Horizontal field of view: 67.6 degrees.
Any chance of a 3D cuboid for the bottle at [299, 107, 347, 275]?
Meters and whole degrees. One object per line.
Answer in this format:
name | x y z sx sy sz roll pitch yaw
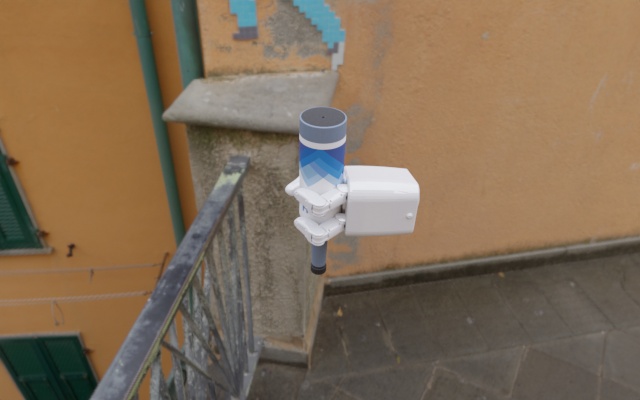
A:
bottle | 0.000 0.002 0.750 0.069 0.296 0.069 1 36 -1
